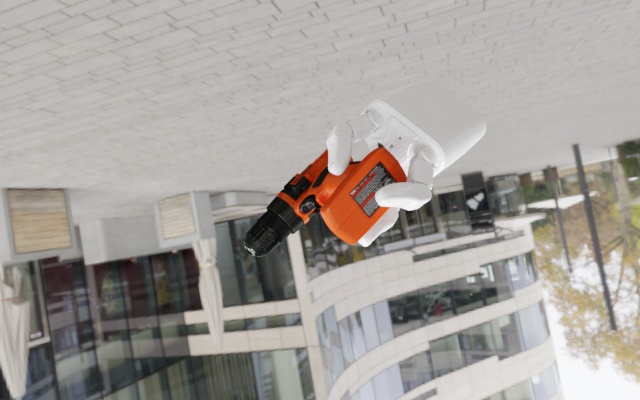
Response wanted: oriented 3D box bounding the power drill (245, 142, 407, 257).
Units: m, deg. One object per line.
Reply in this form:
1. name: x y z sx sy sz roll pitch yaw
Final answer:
1. power drill: 0.000 0.002 0.557 0.057 0.184 0.187 48 -17 -20
